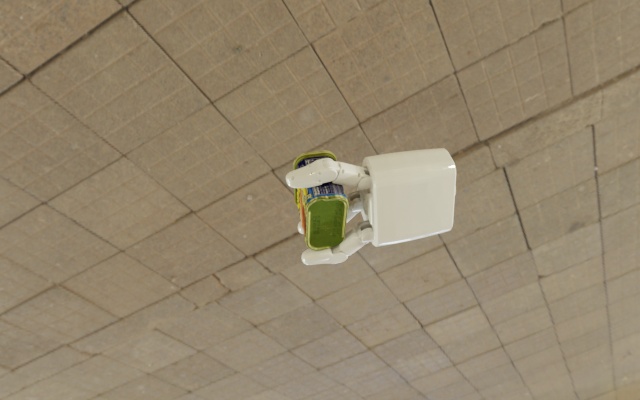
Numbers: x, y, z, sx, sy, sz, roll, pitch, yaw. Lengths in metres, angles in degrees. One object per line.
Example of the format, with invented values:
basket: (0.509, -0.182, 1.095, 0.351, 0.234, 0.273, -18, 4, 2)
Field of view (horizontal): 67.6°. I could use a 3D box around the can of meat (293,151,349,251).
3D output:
can of meat: (0.000, 0.002, 0.616, 0.057, 0.084, 0.102, -7, -43, -9)
